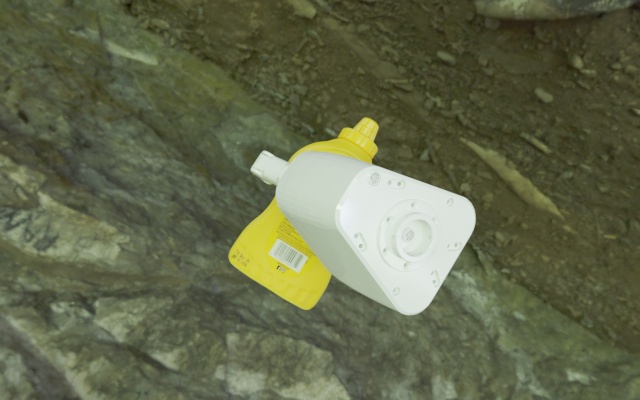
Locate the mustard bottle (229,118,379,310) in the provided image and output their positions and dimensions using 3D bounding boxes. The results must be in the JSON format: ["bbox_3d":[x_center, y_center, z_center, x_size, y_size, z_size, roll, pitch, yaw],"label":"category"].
[{"bbox_3d":[0.000,0.002,0.468,0.096,0.191,0.058,33,-6,-3],"label":"mustard bottle"}]
